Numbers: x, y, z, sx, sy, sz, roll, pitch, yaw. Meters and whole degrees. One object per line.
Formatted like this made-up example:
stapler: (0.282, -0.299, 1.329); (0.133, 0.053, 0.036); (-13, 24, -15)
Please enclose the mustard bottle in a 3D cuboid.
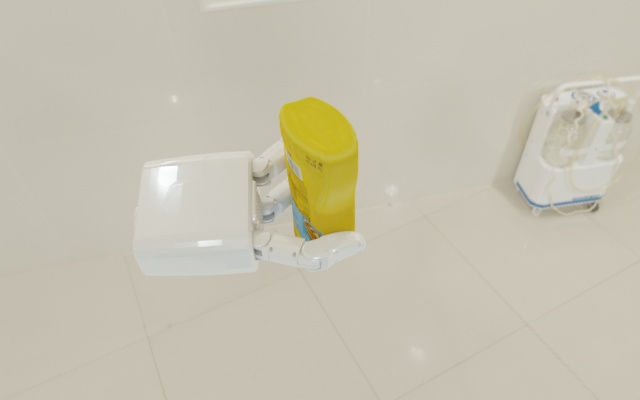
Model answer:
mustard bottle: (0.000, 0.001, 0.474); (0.058, 0.192, 0.096); (-22, 48, -18)
